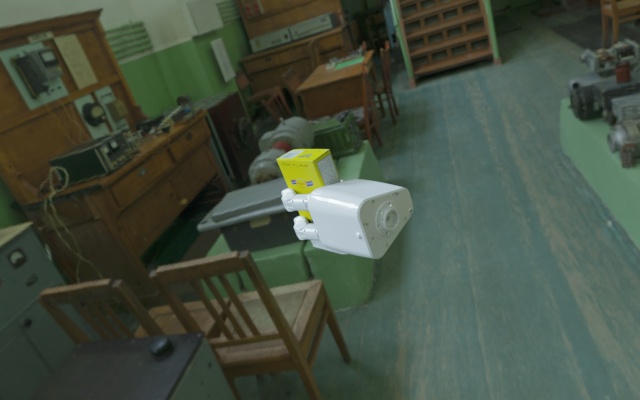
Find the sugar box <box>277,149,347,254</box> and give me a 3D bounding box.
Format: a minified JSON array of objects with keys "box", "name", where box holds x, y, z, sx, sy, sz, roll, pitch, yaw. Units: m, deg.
[{"box":[0.000,0.003,0.778,0.048,0.176,0.093,-35,27,-33],"name":"sugar box"}]
